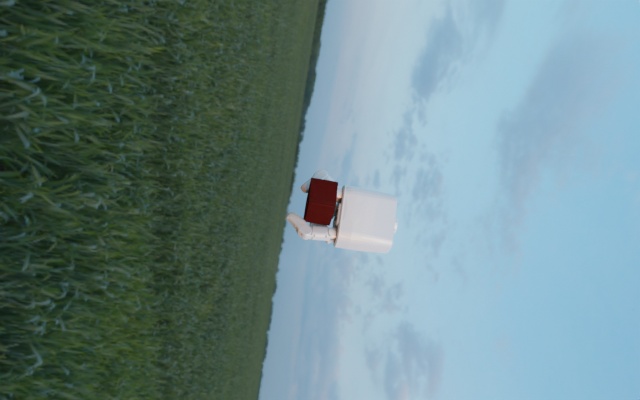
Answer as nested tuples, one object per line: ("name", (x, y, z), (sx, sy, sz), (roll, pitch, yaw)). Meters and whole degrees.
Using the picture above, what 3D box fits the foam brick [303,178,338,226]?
("foam brick", (0.000, 0.003, 0.874), (0.051, 0.053, 0.078), (10, -31, -3))
